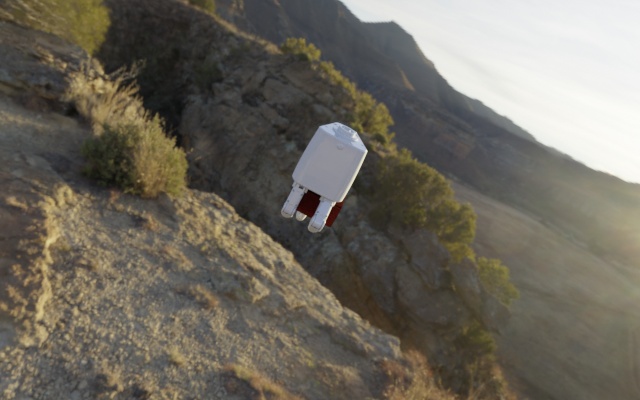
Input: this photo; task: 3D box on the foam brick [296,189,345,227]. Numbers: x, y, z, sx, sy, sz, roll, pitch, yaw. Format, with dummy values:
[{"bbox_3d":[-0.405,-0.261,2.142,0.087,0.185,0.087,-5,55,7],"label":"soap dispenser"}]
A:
[{"bbox_3d":[0.000,0.003,0.889,0.078,0.051,0.053,27,30,-5],"label":"foam brick"}]
